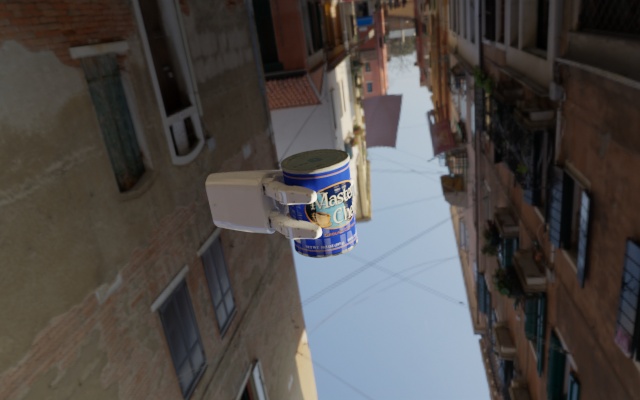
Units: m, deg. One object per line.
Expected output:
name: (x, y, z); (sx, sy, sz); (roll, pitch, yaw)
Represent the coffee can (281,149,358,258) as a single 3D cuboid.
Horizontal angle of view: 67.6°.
coffee can: (0.000, 0.002, 0.734); (0.103, 0.140, 0.102); (-7, 21, 3)
